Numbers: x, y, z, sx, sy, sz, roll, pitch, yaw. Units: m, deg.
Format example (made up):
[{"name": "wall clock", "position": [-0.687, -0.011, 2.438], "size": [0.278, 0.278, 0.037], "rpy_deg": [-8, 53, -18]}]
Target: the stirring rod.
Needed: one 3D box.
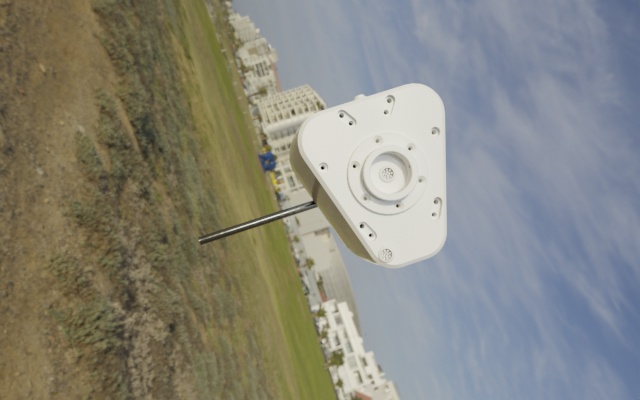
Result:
[{"name": "stirring rod", "position": [0.000, 0.002, 0.460], "size": [0.239, 0.011, 0.011], "rpy_deg": [-18, 1, -4]}]
